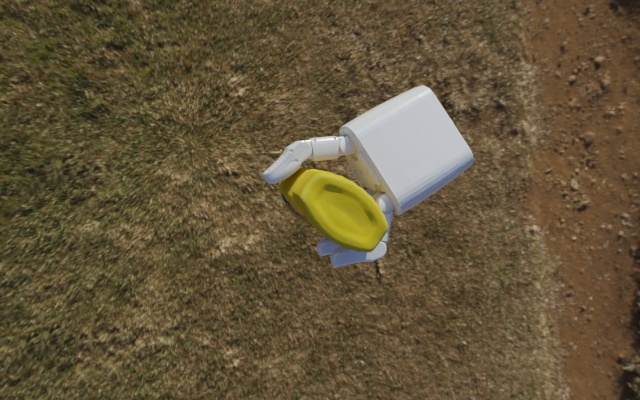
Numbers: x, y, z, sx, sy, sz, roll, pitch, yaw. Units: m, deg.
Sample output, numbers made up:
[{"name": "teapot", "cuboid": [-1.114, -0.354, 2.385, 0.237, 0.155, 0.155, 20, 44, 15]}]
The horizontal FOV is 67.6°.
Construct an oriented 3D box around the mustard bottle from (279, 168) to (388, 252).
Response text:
[{"name": "mustard bottle", "cuboid": [0.000, 0.002, 0.537, 0.096, 0.058, 0.191, 36, -3, -16]}]
